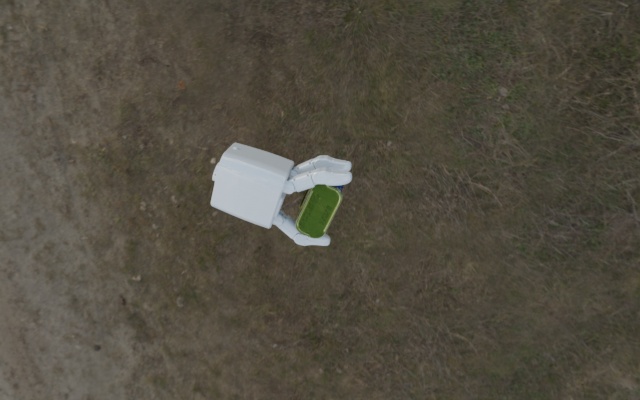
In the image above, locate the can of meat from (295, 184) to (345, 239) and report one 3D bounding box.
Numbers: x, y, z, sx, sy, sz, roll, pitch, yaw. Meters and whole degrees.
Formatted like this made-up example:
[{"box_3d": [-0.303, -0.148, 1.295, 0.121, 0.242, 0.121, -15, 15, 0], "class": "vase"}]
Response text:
[{"box_3d": [0.000, 0.003, 0.786, 0.057, 0.102, 0.084, 24, 22, -4], "class": "can of meat"}]
